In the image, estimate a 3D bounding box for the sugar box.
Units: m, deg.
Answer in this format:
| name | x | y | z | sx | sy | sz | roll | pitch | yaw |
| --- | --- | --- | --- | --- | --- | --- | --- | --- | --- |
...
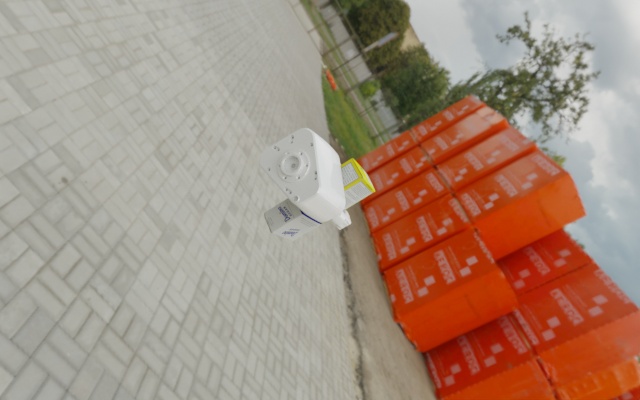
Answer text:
| name | x | y | z | sx | sy | sz | roll | pitch | yaw |
| --- | --- | --- | --- | --- | --- | --- | --- | --- | --- |
| sugar box | 0.000 | 0.002 | 0.804 | 0.176 | 0.048 | 0.093 | -29 | -22 | 11 |
